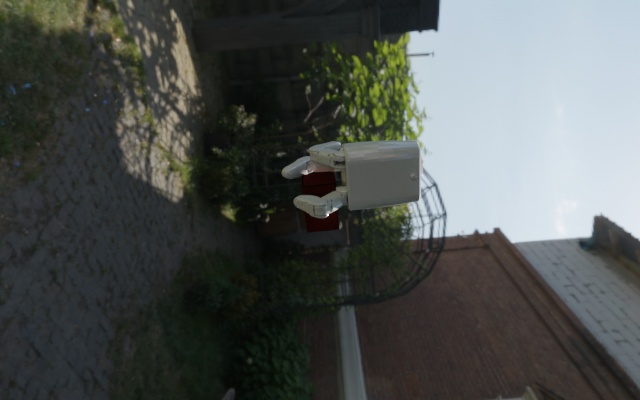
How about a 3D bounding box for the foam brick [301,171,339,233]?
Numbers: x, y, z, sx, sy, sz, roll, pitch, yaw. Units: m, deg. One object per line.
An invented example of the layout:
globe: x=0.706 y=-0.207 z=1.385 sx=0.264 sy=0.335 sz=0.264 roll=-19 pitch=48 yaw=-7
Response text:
foam brick: x=0.000 y=0.003 z=0.728 sx=0.051 sy=0.078 sz=0.053 roll=-6 pitch=24 yaw=-1
